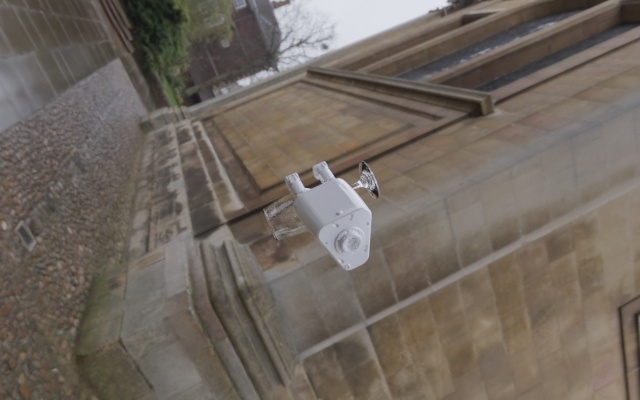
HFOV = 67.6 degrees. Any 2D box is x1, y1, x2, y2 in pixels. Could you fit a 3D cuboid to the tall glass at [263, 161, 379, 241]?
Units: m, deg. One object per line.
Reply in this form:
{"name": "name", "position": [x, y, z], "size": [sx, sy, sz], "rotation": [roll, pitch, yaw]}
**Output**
{"name": "tall glass", "position": [0.001, 0.003, 0.855], "size": [0.201, 0.079, 0.079], "rotation": [-24, 4, -10]}
